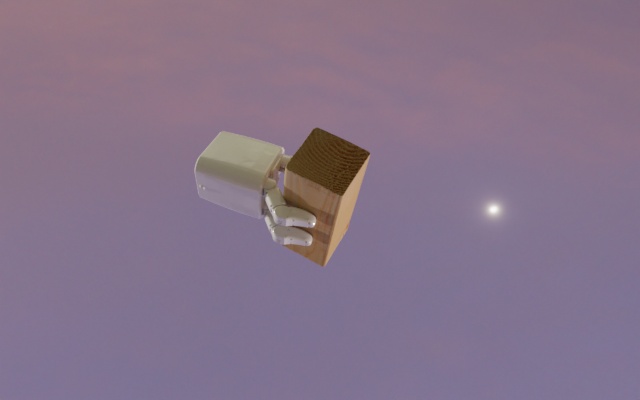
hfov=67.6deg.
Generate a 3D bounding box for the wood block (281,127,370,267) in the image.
[{"bbox_3d":[0.000,0.002,0.727,0.090,0.090,0.206,27,-33,10],"label":"wood block"}]
